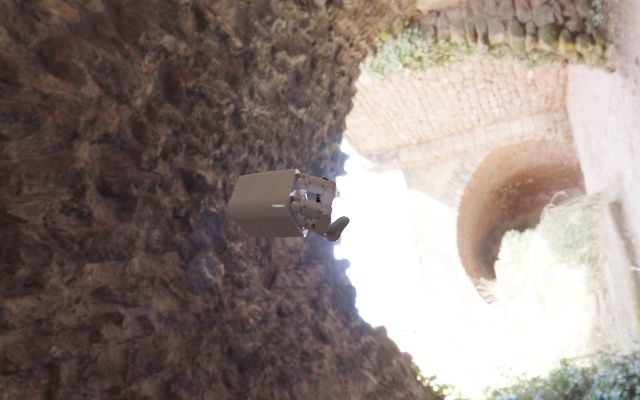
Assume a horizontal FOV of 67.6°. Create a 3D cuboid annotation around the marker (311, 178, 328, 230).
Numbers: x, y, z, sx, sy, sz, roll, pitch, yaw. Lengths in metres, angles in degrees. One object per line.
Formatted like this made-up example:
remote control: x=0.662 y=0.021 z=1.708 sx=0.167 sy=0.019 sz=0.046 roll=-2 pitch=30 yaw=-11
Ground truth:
marker: x=0.000 y=0.003 z=0.844 sx=0.020 sy=0.020 sz=0.121 roll=0 pitch=44 yaw=10
